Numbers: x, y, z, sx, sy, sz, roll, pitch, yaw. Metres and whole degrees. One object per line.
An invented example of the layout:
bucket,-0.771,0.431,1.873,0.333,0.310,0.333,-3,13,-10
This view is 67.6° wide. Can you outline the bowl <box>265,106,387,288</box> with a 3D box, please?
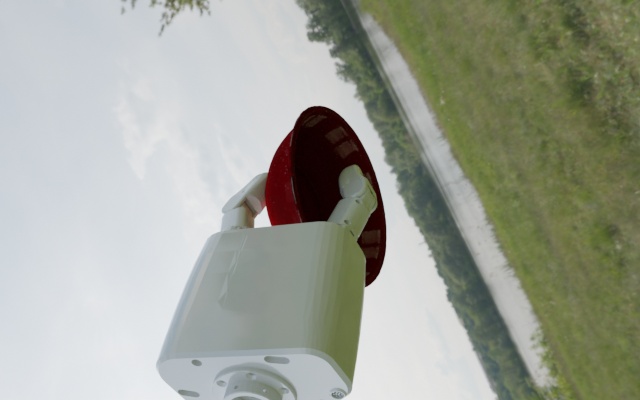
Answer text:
bowl,0.000,0.001,0.425,0.055,0.162,0.162,-16,-8,30
